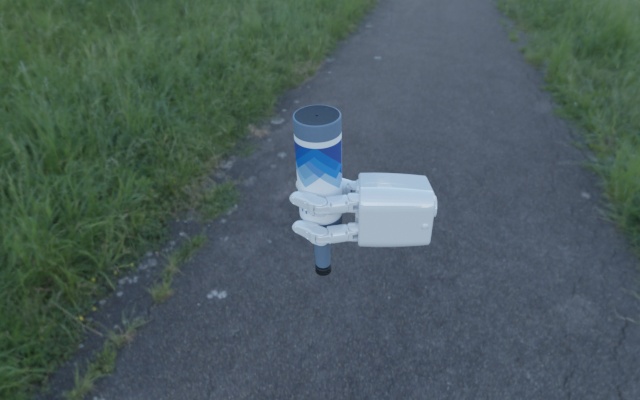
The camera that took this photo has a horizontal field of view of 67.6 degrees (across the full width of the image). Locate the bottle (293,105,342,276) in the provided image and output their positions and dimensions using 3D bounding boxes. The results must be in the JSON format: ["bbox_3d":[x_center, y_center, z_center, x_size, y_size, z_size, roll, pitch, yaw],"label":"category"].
[{"bbox_3d":[0.000,0.002,0.734,0.069,0.296,0.069,-2,37,1],"label":"bottle"}]
